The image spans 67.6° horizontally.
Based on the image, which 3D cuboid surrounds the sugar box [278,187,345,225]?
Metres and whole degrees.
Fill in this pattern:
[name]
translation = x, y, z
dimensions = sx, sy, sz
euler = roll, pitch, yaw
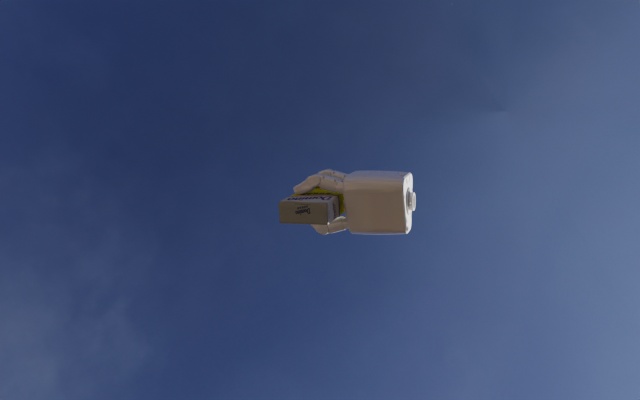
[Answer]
[sugar box]
translation = 0.000, 0.002, 0.890
dimensions = 0.093, 0.048, 0.176
euler = 1, 10, 20
